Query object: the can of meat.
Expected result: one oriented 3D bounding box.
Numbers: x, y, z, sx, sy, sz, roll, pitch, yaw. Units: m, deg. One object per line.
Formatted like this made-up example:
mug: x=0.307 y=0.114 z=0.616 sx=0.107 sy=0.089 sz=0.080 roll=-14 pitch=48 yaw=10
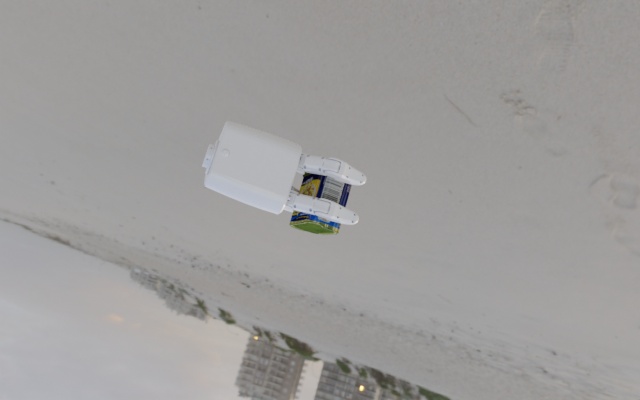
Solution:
can of meat: x=0.000 y=0.003 z=0.687 sx=0.057 sy=0.084 sz=0.102 roll=21 pitch=-12 yaw=-19
